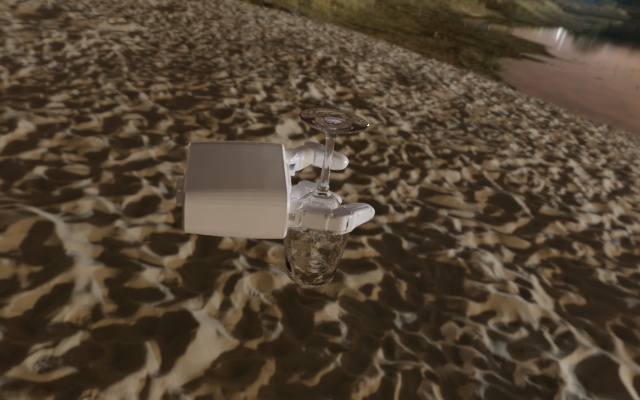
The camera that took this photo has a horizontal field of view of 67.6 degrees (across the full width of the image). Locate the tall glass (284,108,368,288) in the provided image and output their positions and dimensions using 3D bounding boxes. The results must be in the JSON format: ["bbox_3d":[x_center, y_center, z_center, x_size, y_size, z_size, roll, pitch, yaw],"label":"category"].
[{"bbox_3d":[0.000,0.001,0.549,0.079,0.201,0.079,7,27,-3],"label":"tall glass"}]
